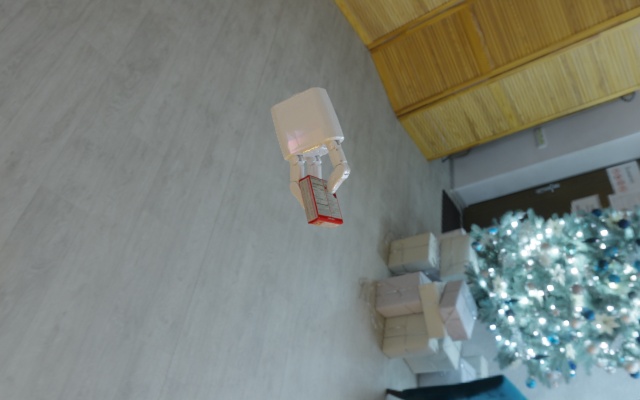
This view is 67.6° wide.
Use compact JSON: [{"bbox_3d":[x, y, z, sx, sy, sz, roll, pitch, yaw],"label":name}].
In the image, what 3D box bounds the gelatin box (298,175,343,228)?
[{"bbox_3d":[0.001,0.003,0.878,0.030,0.089,0.073,-29,-26,32],"label":"gelatin box"}]
